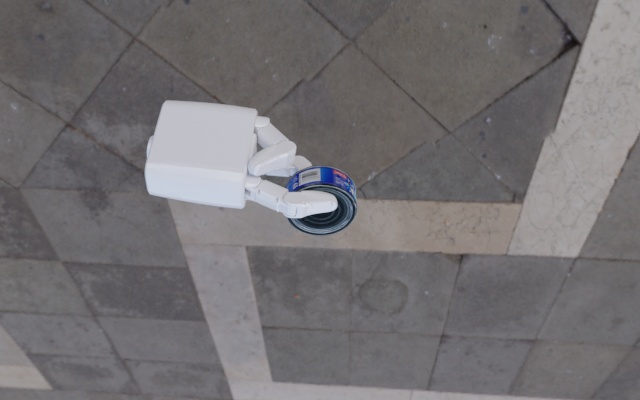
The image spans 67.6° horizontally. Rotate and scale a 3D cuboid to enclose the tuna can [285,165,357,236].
[{"bbox_3d":[0.000,0.002,0.559,0.086,0.086,0.033,0,43,-1],"label":"tuna can"}]
